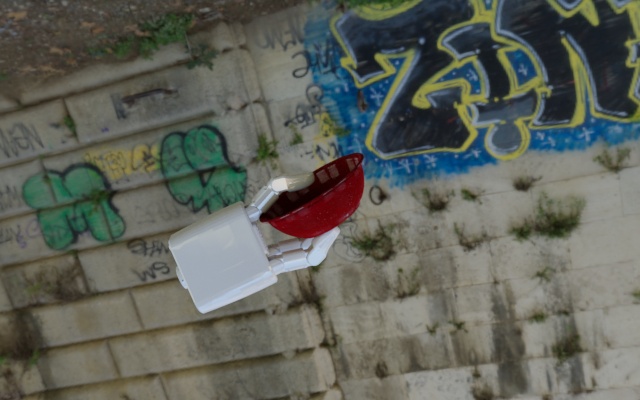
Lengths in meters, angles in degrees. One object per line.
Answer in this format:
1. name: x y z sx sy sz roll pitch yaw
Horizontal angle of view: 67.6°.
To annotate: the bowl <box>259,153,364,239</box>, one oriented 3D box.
1. bowl: 0.001 0.002 0.635 0.162 0.055 0.162 -31 14 8
